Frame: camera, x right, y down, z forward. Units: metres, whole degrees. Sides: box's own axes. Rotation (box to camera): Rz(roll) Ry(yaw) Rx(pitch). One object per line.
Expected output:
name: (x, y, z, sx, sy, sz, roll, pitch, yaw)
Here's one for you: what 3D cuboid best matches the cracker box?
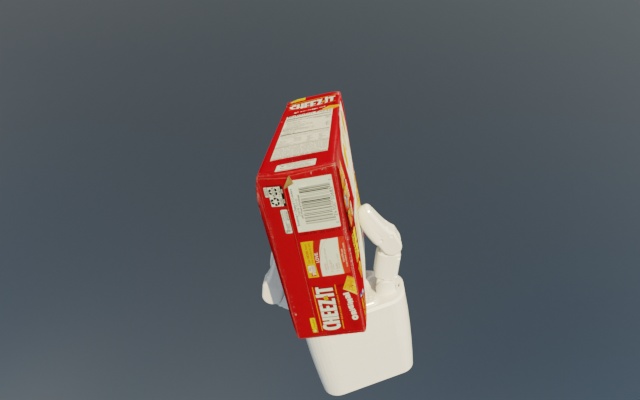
cracker box: (0.000, 0.002, 0.478, 0.072, 0.164, 0.213, -9, 26, 7)
